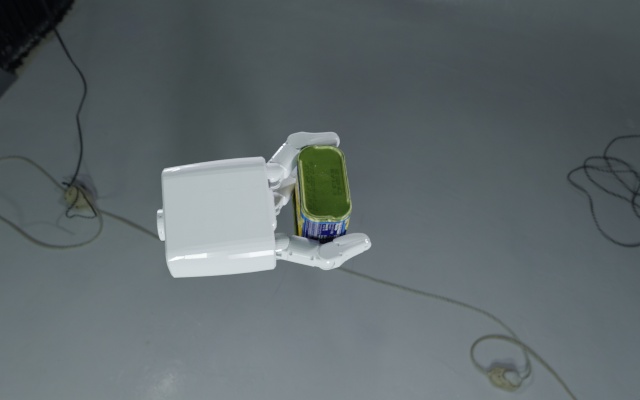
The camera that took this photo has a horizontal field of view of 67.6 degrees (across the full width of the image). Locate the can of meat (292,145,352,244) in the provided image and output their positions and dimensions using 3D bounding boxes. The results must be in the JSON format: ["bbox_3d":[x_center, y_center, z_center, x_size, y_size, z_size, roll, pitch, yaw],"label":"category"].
[{"bbox_3d":[0.000,0.002,0.526,0.057,0.102,0.084,-2,-34,-7],"label":"can of meat"}]
